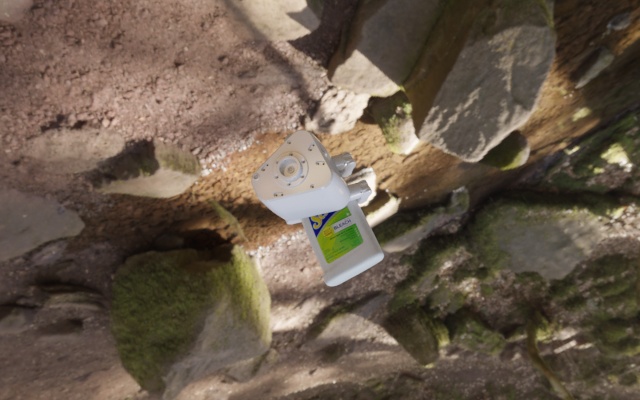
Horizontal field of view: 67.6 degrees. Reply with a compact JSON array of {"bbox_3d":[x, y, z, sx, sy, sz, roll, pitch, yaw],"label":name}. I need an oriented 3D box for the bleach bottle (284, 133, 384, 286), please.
[{"bbox_3d":[0.000,0.002,0.764,0.102,0.250,0.068,-30,-19,5],"label":"bleach bottle"}]
